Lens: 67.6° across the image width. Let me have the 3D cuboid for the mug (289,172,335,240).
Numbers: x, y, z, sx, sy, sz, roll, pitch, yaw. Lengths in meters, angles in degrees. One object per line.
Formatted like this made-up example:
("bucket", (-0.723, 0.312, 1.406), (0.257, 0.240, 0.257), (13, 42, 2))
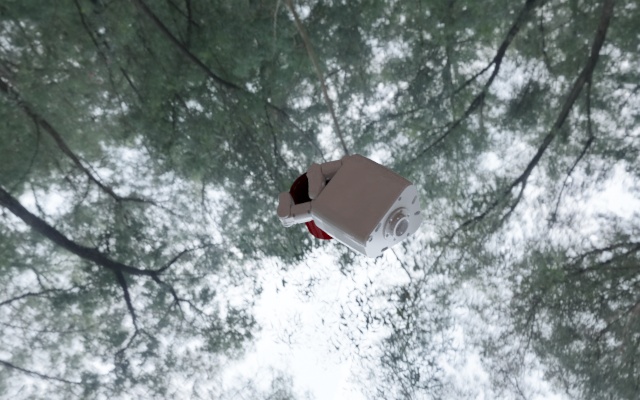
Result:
("mug", (-0.001, 0.002, 0.757), (0.093, 0.082, 0.117), (-39, 44, -18))
